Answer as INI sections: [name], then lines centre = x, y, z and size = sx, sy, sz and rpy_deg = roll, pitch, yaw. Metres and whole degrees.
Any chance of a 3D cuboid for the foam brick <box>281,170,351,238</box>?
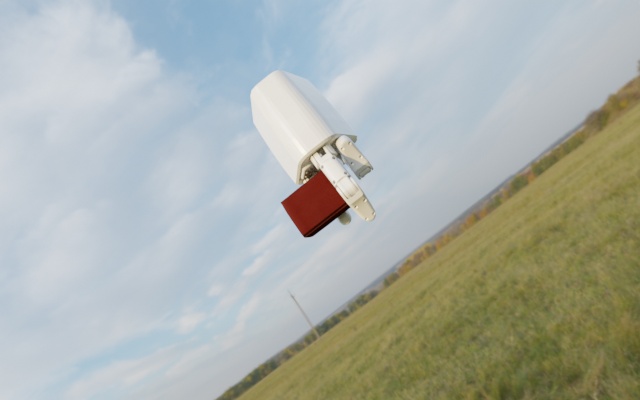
[foam brick]
centre = 0.000, 0.002, 0.578
size = 0.078, 0.051, 0.053
rpy_deg = -38, -8, 3
